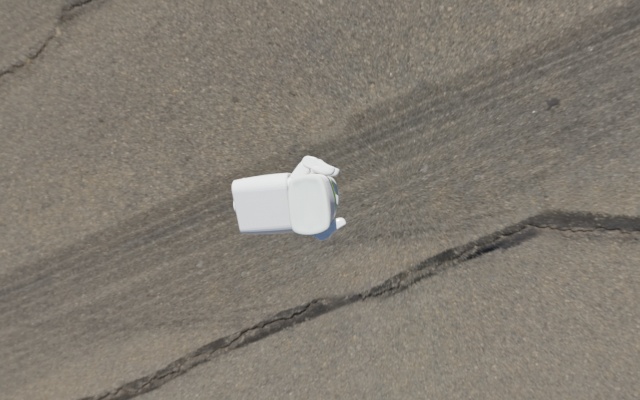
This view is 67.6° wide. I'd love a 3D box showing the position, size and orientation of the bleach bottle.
[{"bbox_3d":[0.000,0.003,0.890,0.068,0.102,0.251,-6,0,10],"label":"bleach bottle"}]
